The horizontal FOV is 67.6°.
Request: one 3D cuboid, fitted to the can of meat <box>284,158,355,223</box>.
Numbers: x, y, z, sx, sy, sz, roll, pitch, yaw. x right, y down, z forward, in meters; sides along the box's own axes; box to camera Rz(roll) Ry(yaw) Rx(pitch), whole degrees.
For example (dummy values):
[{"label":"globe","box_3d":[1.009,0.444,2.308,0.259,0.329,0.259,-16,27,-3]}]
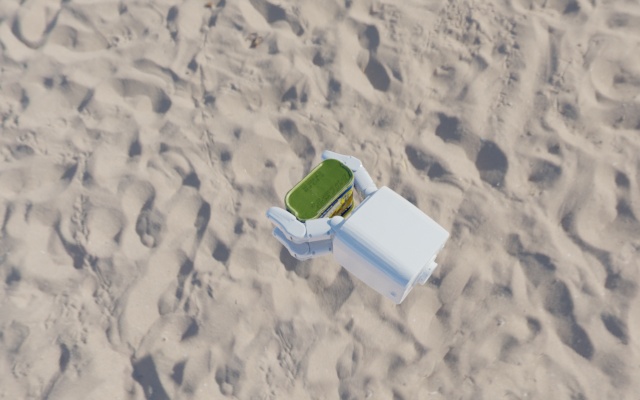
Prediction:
[{"label":"can of meat","box_3d":[0.000,0.002,0.640,0.057,0.102,0.084,40,-18,19]}]
